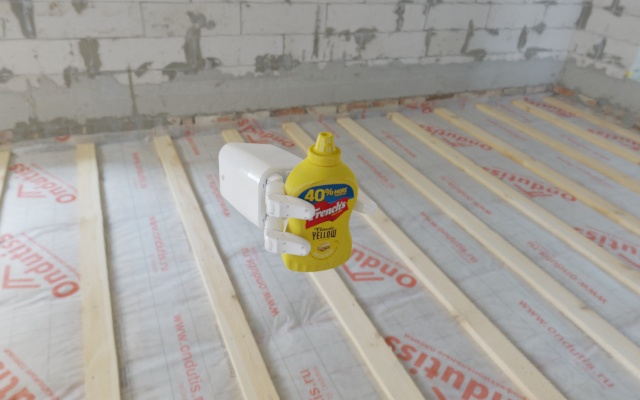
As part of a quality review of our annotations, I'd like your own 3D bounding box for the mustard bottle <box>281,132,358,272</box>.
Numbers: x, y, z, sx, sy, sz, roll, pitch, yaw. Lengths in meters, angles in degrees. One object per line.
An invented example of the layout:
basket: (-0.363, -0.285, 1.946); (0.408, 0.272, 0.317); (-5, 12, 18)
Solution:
mustard bottle: (0.000, 0.002, 0.620); (0.096, 0.192, 0.058); (-6, 33, -16)
